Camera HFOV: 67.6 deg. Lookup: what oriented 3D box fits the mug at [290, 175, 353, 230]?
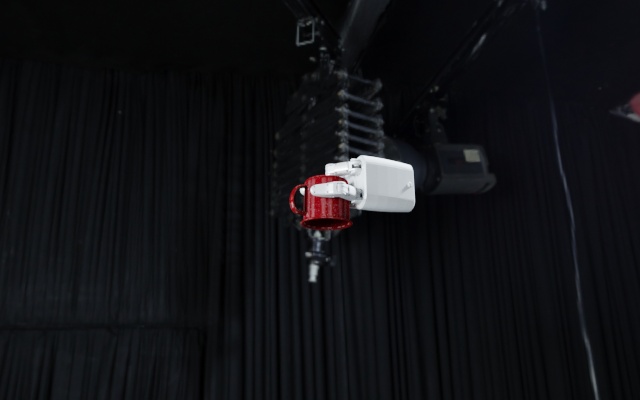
[{"bbox_3d":[-0.001,0.002,0.858,0.117,0.081,0.093,7,-18,-22],"label":"mug"}]
